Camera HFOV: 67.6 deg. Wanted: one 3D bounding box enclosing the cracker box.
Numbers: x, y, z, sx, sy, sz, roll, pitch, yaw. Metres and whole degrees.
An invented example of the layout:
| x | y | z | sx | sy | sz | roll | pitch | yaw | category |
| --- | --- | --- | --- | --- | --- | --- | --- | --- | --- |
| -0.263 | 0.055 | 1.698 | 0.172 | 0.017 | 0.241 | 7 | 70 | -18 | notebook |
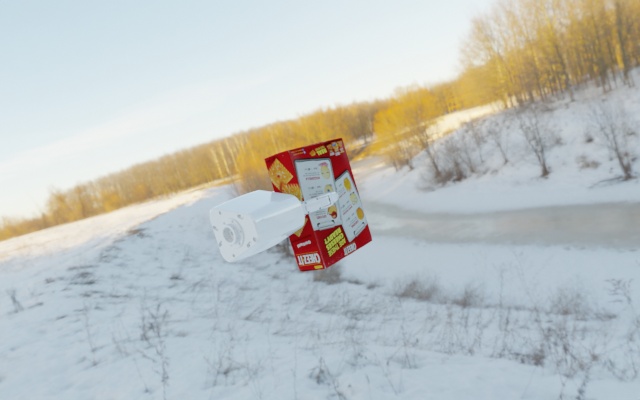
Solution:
| x | y | z | sx | sy | sz | roll | pitch | yaw | category |
| --- | --- | --- | --- | --- | --- | --- | --- | --- | --- |
| 0.000 | 0.003 | 0.888 | 0.072 | 0.214 | 0.164 | -13 | 6 | 39 | cracker box |
